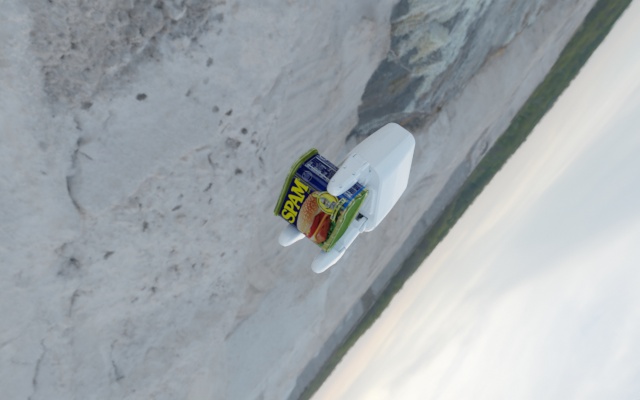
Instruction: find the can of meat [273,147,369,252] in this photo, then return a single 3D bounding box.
[{"bbox_3d":[0.000,0.002,0.575,0.084,0.102,0.057,37,45,12],"label":"can of meat"}]
